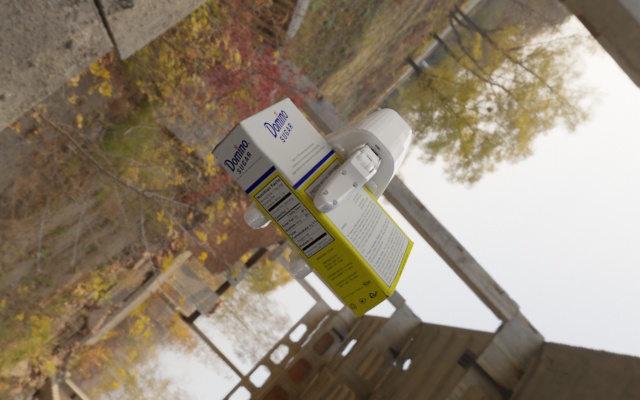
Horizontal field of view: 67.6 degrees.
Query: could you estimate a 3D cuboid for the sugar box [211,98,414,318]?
[{"bbox_3d":[0.000,0.002,0.402,0.048,0.176,0.093,-41,3,31],"label":"sugar box"}]
